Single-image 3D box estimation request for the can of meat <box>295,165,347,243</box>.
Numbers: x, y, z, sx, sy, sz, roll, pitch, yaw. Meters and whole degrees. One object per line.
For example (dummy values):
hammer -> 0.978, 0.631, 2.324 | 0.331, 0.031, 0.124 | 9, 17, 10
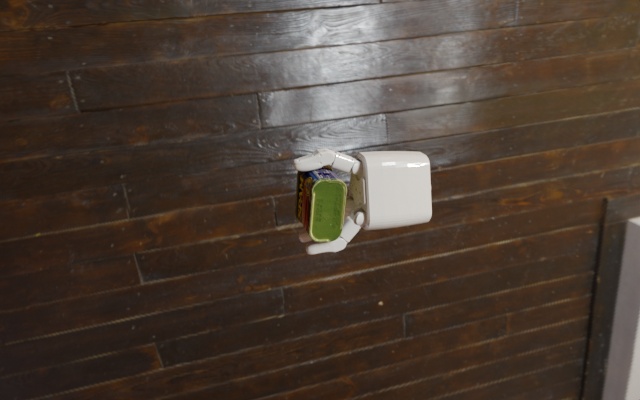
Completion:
can of meat -> 0.000, 0.002, 0.712 | 0.057, 0.102, 0.084 | -1, 20, -16
